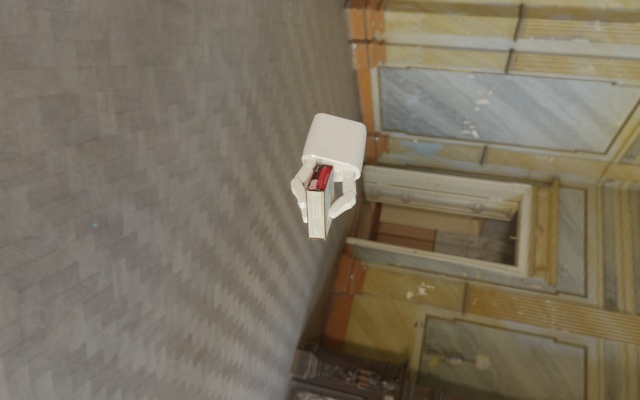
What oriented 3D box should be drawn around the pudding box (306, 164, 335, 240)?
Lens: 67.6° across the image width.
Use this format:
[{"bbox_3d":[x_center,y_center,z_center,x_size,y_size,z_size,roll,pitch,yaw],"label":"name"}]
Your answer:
[{"bbox_3d":[0.000,0.003,0.888,0.039,0.114,0.090,4,35,12],"label":"pudding box"}]
